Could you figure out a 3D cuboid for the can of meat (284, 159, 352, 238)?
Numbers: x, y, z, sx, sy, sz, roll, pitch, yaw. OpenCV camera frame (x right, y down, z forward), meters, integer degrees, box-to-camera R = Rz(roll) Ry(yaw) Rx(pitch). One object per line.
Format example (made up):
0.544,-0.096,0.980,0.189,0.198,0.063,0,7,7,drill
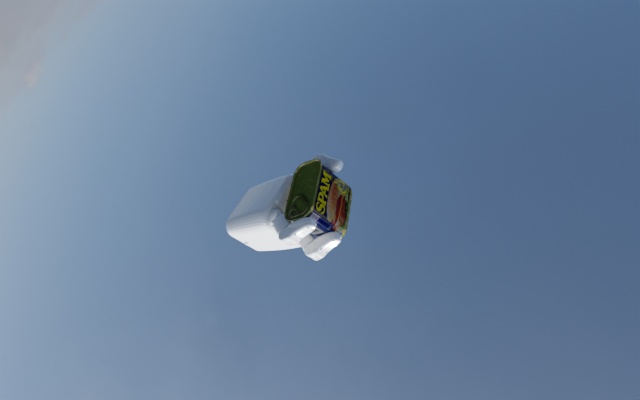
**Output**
0.000,0.002,0.727,0.057,0.102,0.084,-15,-38,40,can of meat
